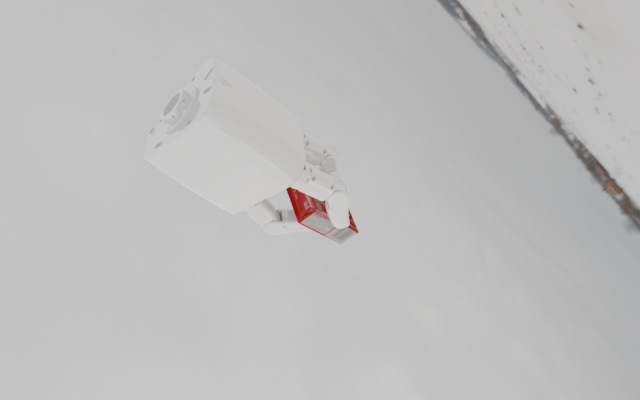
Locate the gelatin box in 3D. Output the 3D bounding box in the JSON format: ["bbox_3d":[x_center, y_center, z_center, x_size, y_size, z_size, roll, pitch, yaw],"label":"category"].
[{"bbox_3d":[0.000,0.002,0.541,0.030,0.073,0.089,-35,-37,20],"label":"gelatin box"}]
